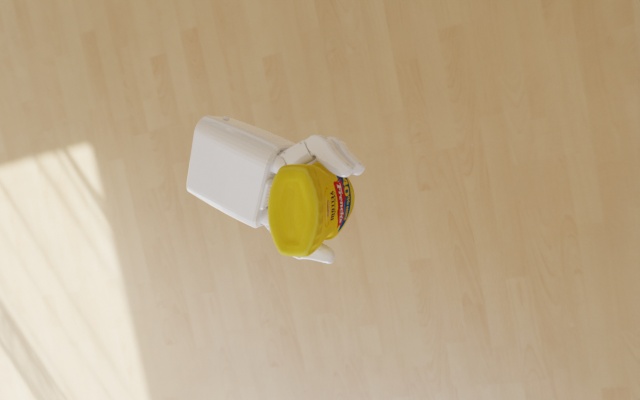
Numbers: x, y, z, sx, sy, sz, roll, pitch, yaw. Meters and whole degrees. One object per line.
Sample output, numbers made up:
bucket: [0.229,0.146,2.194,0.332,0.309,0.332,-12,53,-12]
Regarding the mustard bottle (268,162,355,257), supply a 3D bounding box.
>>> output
mustard bottle: [0.000,0.002,0.572,0.058,0.096,0.191,1,6,18]
